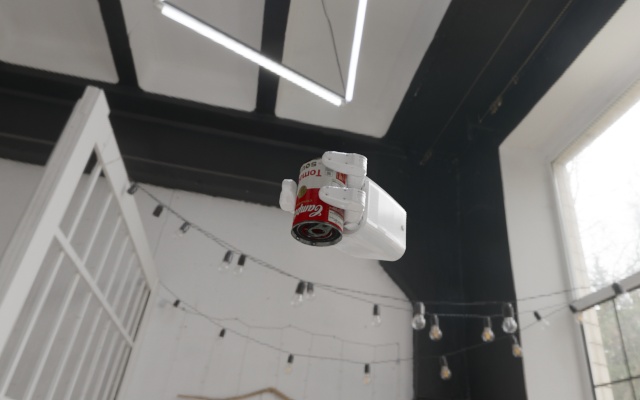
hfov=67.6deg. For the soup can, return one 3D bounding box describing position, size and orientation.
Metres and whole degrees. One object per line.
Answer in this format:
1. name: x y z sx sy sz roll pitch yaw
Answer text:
1. soup can: 0.000 0.002 0.645 0.068 0.102 0.068 5 -31 3
